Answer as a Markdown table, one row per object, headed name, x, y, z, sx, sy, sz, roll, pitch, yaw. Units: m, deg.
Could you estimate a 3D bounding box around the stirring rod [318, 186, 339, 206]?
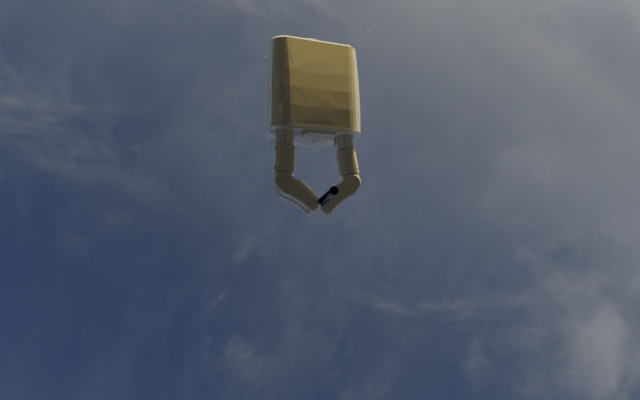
| name | x | y | z | sx | sy | sz | roll | pitch | yaw |
| --- | --- | --- | --- | --- | --- | --- | --- | --- | --- |
| stirring rod | 0.000 | 0.002 | 0.539 | 0.011 | 0.011 | 0.239 | 0 | -5 | -6 |
